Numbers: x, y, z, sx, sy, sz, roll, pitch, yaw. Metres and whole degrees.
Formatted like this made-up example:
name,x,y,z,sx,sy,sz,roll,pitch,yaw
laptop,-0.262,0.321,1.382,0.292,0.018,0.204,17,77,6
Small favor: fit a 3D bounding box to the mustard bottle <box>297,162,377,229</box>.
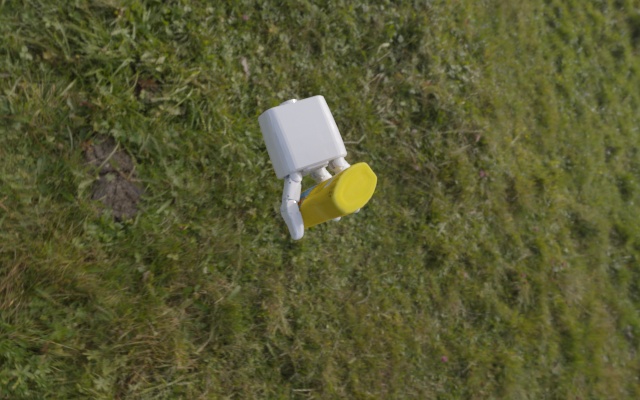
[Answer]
name,x,y,z,sx,sy,sz,roll,pitch,yaw
mustard bottle,0.000,0.003,0.762,0.096,0.058,0.192,-48,15,-34
